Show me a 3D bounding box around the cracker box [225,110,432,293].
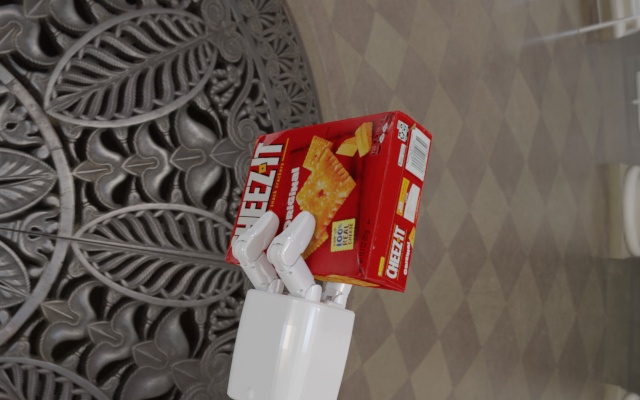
[{"bbox_3d":[0.000,0.002,0.512,0.213,0.164,0.072,-1,-20,44],"label":"cracker box"}]
